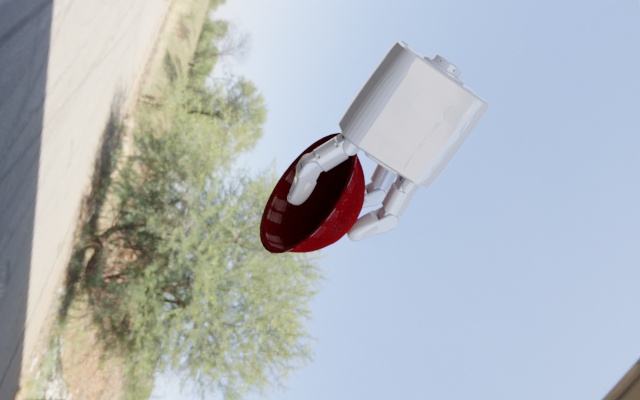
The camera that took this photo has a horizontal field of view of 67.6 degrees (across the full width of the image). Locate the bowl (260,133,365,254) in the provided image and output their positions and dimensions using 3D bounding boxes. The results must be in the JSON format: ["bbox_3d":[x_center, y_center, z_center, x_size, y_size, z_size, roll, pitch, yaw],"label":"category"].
[{"bbox_3d":[-0.001,0.003,0.560,0.055,0.162,0.162,36,-19,-28],"label":"bowl"}]
